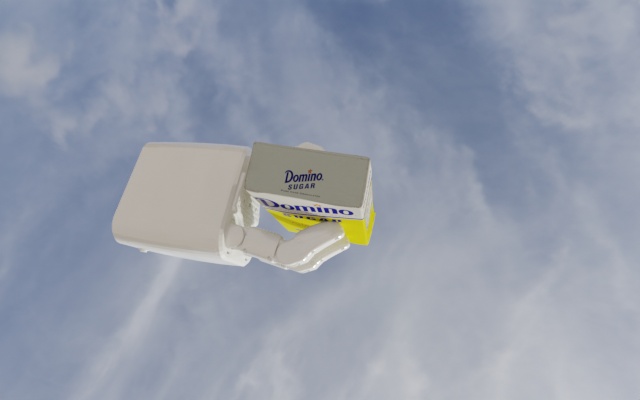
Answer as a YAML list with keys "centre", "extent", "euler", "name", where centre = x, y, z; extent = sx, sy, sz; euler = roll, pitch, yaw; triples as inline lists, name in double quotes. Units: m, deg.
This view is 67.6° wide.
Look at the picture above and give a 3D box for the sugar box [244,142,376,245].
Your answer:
- centre: [0.000, 0.002, 0.434]
  extent: [0.093, 0.048, 0.176]
  euler: [9, -10, 10]
  name: "sugar box"
